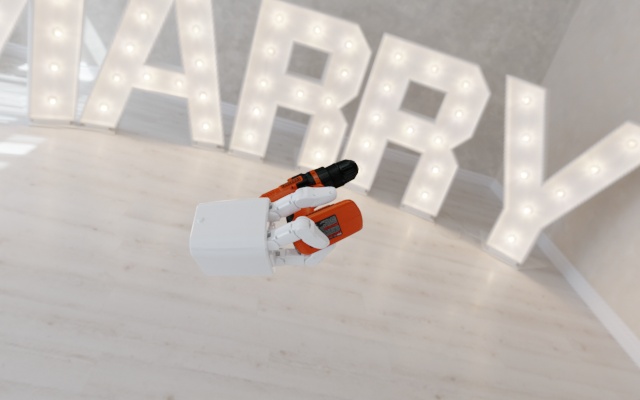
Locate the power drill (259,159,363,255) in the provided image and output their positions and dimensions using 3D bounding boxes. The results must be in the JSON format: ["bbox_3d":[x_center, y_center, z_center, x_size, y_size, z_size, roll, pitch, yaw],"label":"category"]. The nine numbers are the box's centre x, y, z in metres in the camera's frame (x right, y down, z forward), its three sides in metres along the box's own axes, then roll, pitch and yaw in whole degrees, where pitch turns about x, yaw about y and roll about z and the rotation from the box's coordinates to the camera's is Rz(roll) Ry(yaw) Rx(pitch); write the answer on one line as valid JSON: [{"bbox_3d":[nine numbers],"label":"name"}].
[{"bbox_3d":[0.000,0.003,0.753,0.184,0.057,0.187,-26,24,-6],"label":"power drill"}]
